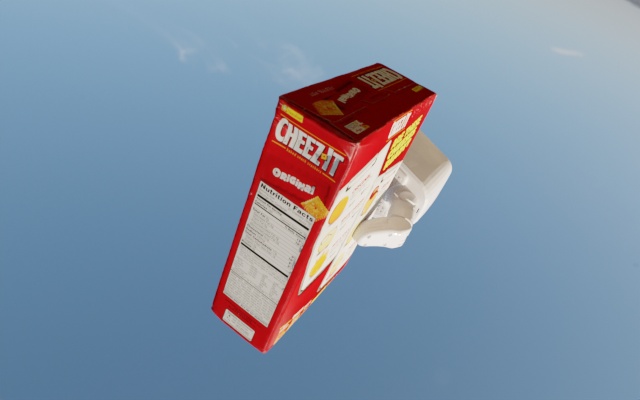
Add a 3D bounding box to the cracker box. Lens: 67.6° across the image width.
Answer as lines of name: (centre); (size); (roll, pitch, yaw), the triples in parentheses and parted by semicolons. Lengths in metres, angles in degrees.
cracker box: (0.000, 0.002, 0.411); (0.072, 0.214, 0.164); (33, 34, 14)
